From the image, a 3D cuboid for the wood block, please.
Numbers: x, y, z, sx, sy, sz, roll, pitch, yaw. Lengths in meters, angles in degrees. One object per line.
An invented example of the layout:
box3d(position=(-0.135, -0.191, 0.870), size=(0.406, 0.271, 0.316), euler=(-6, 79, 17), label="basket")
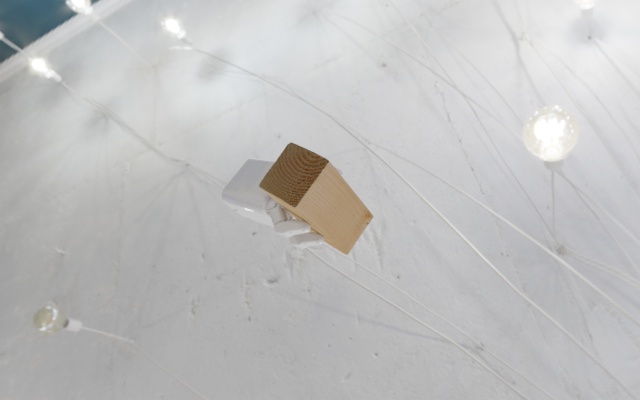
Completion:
box3d(position=(0.000, 0.002, 0.811), size=(0.090, 0.091, 0.206), euler=(29, -10, 35), label="wood block")
